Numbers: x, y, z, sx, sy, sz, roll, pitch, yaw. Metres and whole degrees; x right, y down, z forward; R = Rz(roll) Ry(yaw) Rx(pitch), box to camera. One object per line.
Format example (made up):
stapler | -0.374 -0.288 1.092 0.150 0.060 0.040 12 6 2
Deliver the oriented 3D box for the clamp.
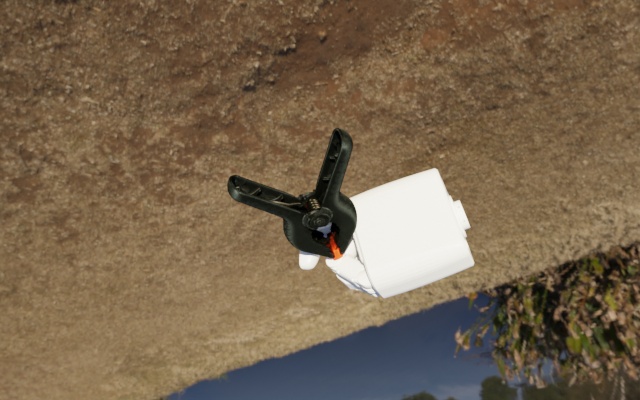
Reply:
clamp | 0.000 0.002 0.479 0.120 0.039 0.171 -25 -38 13
